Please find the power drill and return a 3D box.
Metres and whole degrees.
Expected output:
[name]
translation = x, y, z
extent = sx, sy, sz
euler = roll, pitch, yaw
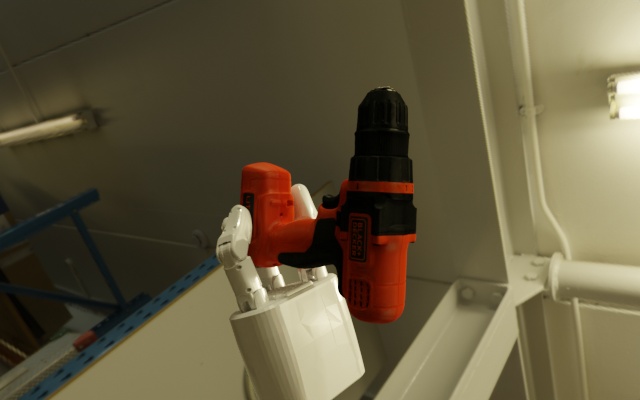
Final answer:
[power drill]
translation = 0.000, 0.002, 0.425
extent = 0.057, 0.184, 0.187
euler = 3, 0, -41
